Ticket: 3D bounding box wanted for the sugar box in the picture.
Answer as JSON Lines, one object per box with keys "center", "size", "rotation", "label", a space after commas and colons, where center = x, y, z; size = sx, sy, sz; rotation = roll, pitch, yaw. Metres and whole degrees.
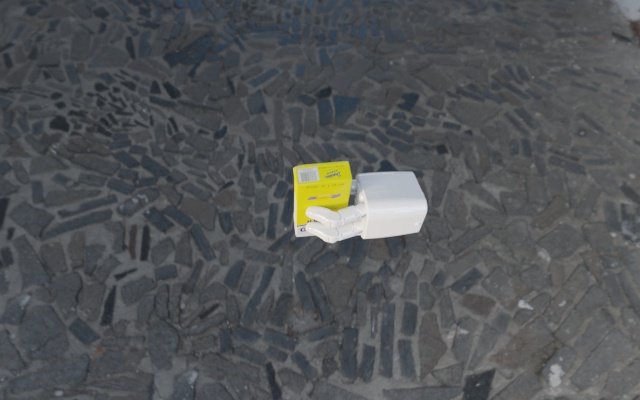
{"center": [0.000, 0.003, 0.839], "size": [0.093, 0.048, 0.176], "rotation": [-5, -34, -6], "label": "sugar box"}
